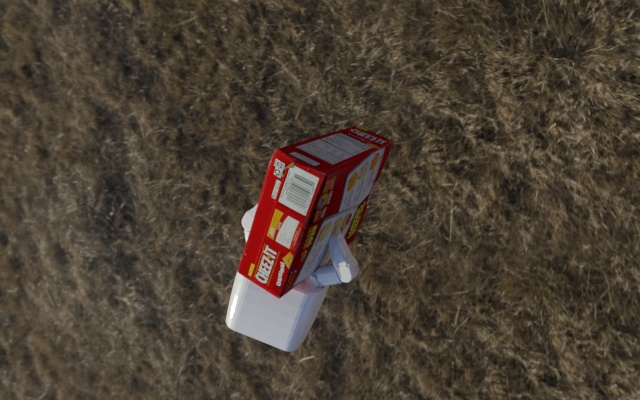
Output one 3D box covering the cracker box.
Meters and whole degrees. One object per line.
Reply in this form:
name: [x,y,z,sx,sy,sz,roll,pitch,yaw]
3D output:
cracker box: [0.000,0.002,0.599,0.072,0.164,0.213,28,26,18]
